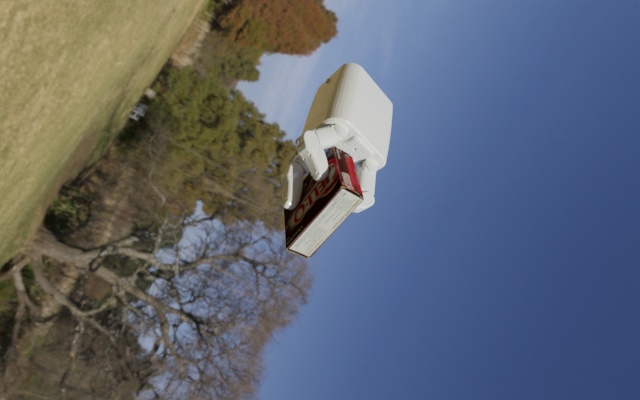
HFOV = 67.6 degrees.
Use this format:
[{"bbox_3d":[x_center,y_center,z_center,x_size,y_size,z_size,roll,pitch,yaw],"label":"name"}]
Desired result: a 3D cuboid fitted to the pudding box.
[{"bbox_3d":[0.000,0.002,0.582,0.039,0.113,0.090,27,29,-23],"label":"pudding box"}]
